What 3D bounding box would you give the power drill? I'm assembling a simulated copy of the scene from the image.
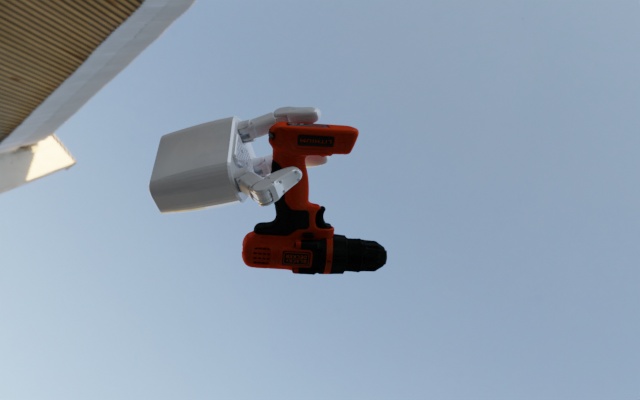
[{"bbox_3d":[0.000,0.001,0.586,0.184,0.188,0.057,3,14,-9],"label":"power drill"}]
